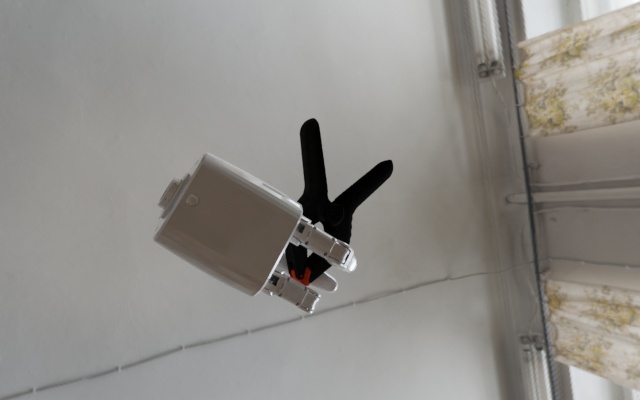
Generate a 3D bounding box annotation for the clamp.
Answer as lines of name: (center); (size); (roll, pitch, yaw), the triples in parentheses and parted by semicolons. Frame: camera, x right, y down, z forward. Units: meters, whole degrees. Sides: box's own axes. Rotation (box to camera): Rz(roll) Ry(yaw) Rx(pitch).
clamp: (0.000, 0.002, 0.510); (0.120, 0.171, 0.039); (32, -13, -20)
